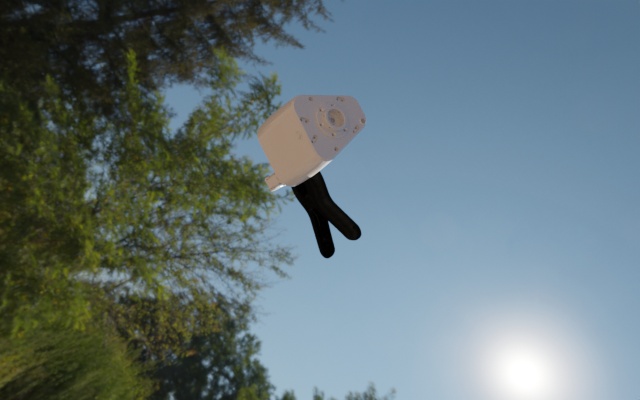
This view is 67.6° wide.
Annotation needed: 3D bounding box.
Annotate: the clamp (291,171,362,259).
[{"bbox_3d":[0.000,0.002,0.714,0.039,0.171,0.120,-27,0,-33],"label":"clamp"}]
